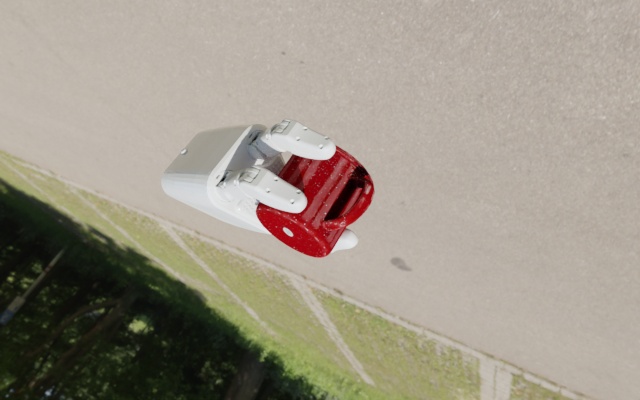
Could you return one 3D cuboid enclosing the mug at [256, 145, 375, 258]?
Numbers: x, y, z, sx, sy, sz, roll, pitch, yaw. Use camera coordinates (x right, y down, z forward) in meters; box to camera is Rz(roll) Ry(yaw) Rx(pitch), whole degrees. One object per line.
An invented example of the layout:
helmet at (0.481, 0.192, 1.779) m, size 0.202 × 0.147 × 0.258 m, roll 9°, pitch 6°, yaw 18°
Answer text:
mug at (0.001, 0.002, 0.447) m, size 0.117 × 0.081 × 0.093 m, roll 6°, pitch -34°, yaw 47°
